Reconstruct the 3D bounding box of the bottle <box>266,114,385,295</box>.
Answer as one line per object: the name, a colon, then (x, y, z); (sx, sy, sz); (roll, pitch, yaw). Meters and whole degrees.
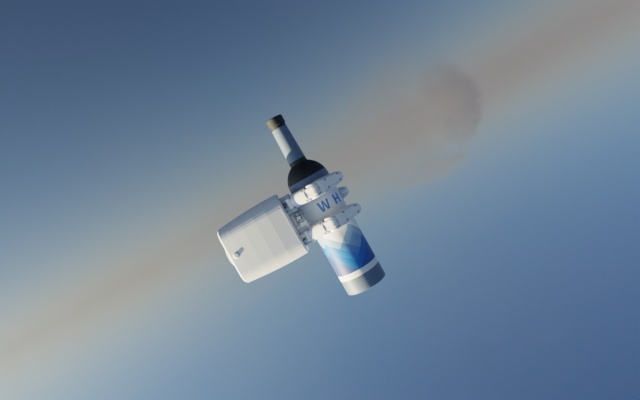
bottle: (0.000, 0.003, 0.739); (0.069, 0.296, 0.069); (-29, 3, 2)
